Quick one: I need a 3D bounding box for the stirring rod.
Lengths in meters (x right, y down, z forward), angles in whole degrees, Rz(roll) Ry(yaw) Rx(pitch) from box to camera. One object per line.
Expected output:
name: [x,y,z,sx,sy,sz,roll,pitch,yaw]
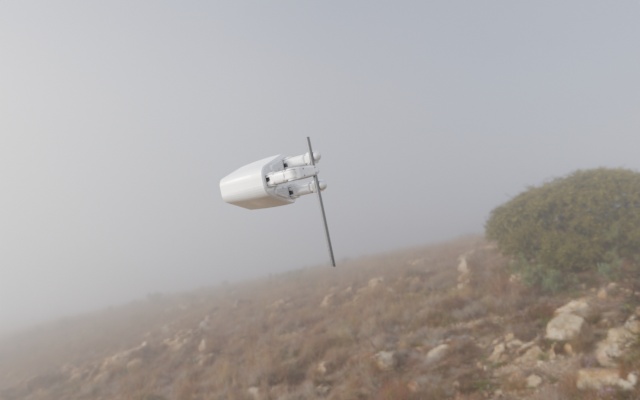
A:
stirring rod: [0.000,0.003,0.867,0.011,0.239,0.011,-12,0,0]
